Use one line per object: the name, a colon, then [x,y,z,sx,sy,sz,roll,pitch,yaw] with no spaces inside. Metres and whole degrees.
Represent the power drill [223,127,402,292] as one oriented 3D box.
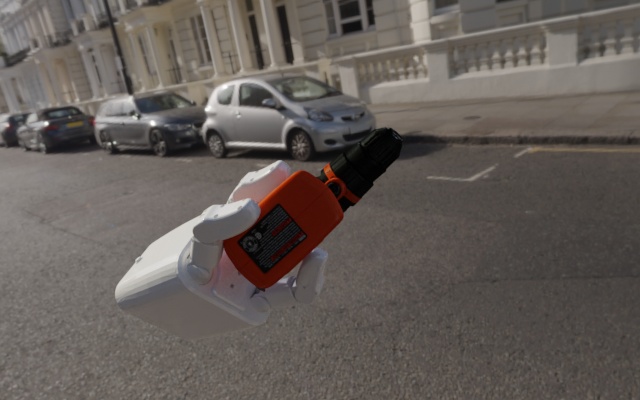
power drill: [0.000,0.002,0.455,0.184,0.057,0.187,-44,-4,16]
